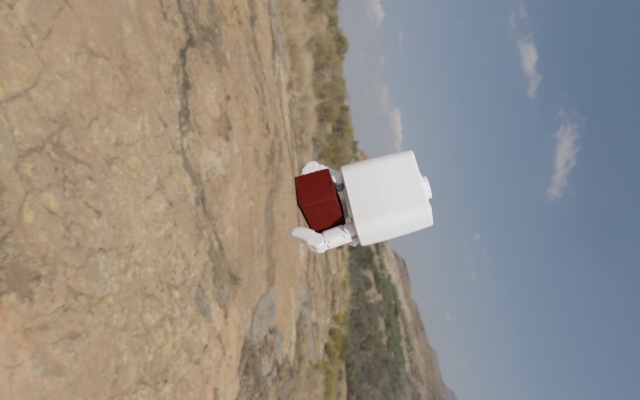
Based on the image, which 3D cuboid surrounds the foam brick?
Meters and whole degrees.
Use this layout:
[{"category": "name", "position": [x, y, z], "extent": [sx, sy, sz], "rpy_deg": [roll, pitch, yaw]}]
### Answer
[{"category": "foam brick", "position": [0.000, 0.002, 0.670], "extent": [0.051, 0.053, 0.078], "rpy_deg": [-15, -38, 7]}]
